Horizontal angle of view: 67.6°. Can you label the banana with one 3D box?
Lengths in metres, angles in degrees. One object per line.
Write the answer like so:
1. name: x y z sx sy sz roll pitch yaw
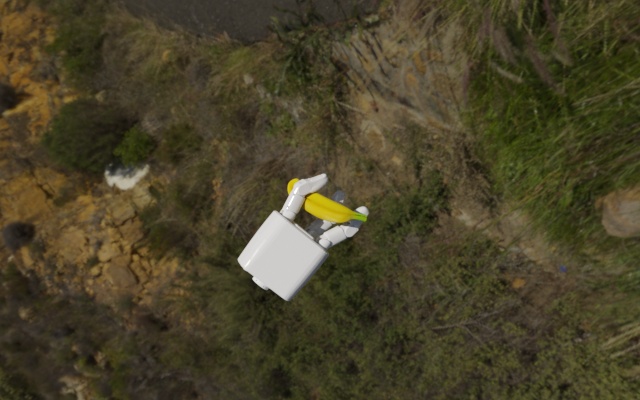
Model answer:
1. banana: -0.011 0.000 0.829 0.069 0.037 0.197 15 11 -45
